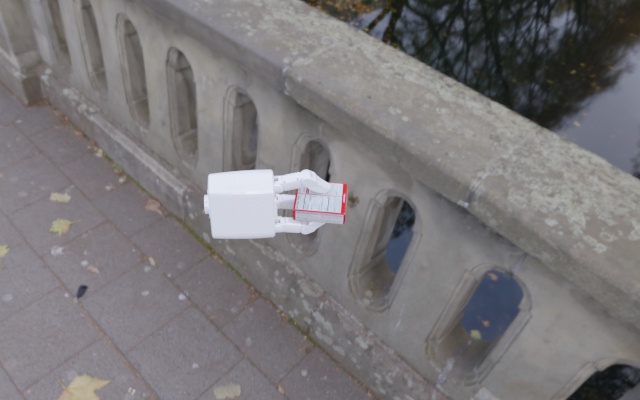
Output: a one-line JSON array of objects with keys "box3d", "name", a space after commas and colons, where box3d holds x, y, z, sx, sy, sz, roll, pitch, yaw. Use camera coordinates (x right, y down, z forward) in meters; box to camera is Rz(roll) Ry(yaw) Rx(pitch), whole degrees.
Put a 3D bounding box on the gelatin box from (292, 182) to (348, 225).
[{"box3d": [0.000, 0.002, 0.816, 0.089, 0.073, 0.030, 4, -44, 3], "name": "gelatin box"}]
